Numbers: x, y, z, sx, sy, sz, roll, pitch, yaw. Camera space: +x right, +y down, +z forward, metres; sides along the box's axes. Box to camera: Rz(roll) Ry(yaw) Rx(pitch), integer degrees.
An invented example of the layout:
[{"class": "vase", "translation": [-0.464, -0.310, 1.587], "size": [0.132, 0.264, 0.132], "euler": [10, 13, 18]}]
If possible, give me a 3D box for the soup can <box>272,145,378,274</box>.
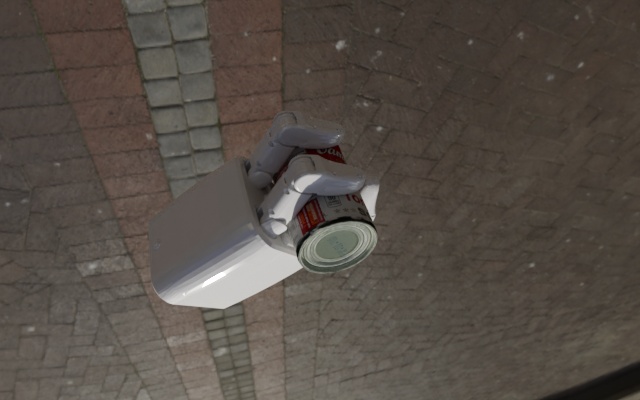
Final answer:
[{"class": "soup can", "translation": [0.001, 0.001, 0.402], "size": [0.068, 0.102, 0.069], "euler": [-12, -41, -10]}]
